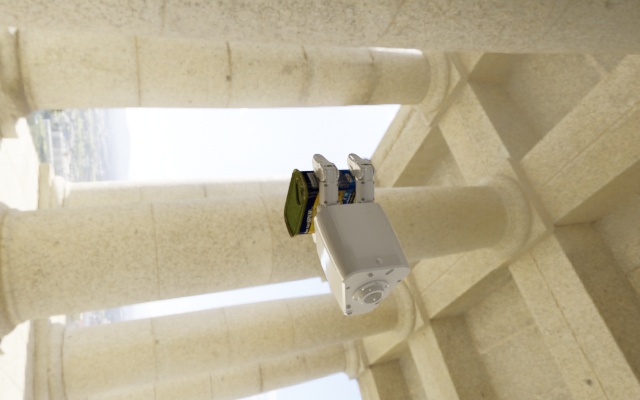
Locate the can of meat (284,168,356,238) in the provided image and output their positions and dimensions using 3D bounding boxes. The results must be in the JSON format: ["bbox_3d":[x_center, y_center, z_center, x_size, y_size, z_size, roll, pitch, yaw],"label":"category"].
[{"bbox_3d":[0.000,0.002,0.683,0.084,0.102,0.057,-4,44,-21],"label":"can of meat"}]
